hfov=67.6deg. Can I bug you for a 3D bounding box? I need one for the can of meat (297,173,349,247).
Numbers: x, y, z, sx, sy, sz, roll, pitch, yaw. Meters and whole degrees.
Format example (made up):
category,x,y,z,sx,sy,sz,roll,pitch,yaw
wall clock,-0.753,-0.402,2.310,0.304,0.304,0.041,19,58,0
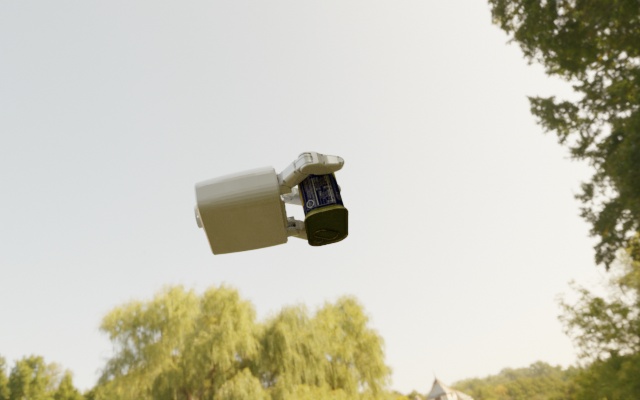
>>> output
category,x,y,z,sx,sy,sz,roll,pitch,yaw
can of meat,0.000,0.002,0.642,0.057,0.084,0.102,-13,-29,-4
